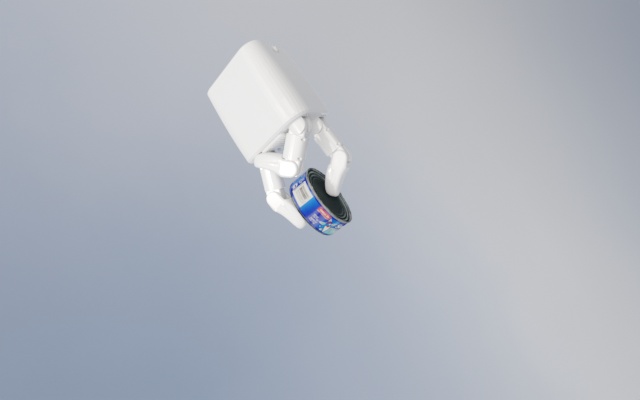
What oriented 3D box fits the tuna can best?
[{"bbox_3d":[0.000,0.002,0.610,0.034,0.086,0.086,-38,-14,19],"label":"tuna can"}]
